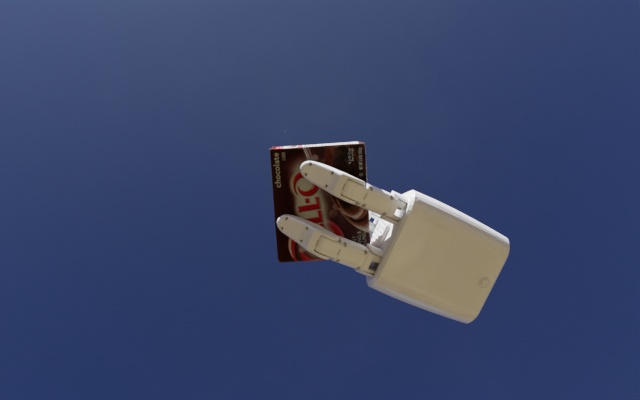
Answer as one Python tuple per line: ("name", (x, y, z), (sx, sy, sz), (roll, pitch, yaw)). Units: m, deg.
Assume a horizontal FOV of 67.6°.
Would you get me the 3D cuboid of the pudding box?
("pudding box", (0.000, 0.001, 0.465), (0.090, 0.113, 0.039), (-4, 7, 0))
